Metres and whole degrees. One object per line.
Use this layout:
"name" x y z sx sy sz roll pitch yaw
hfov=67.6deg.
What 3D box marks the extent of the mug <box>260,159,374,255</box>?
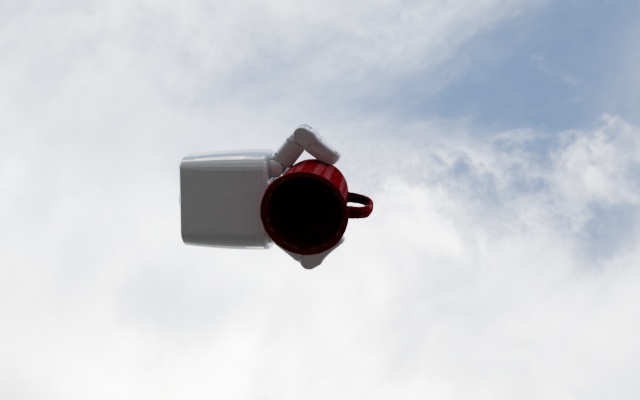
"mug" 0.002 0.002 0.528 0.117 0.093 0.081 1 20 8
